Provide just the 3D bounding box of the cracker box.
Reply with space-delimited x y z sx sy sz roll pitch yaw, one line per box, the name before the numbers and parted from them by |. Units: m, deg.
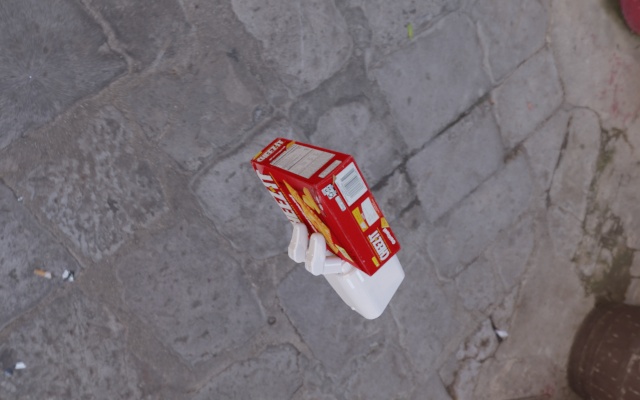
cracker box | 0.000 0.002 0.700 0.072 0.164 0.213 -41 30 -16
